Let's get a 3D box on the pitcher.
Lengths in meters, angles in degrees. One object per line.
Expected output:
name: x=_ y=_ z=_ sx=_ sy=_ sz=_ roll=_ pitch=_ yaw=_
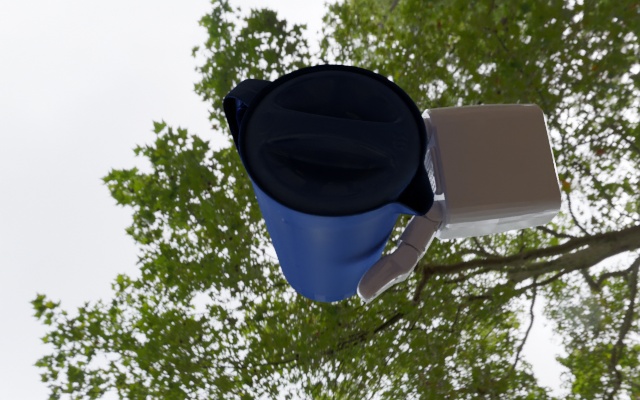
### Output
pitcher: x=0.000 y=0.001 z=0.438 sx=0.145 sy=0.149 sz=0.243 roll=-8 pitch=-28 yaw=-5
